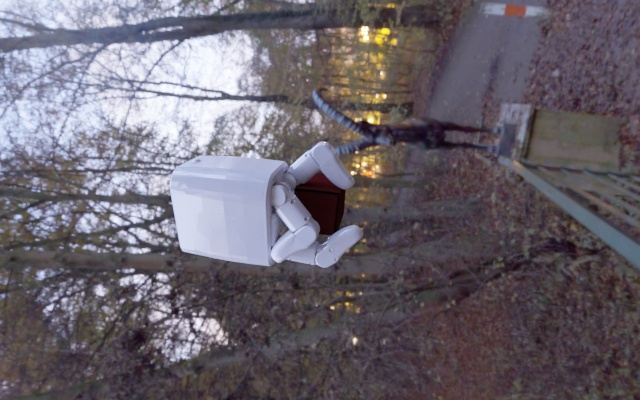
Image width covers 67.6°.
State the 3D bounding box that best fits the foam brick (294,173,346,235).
[{"bbox_3d":[0.000,0.002,0.560,0.051,0.053,0.078,6,17,7],"label":"foam brick"}]
